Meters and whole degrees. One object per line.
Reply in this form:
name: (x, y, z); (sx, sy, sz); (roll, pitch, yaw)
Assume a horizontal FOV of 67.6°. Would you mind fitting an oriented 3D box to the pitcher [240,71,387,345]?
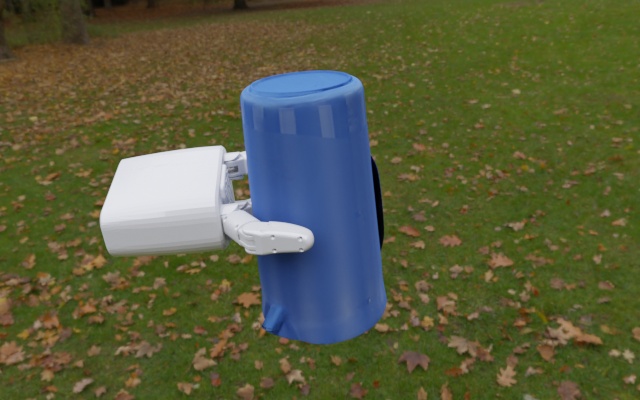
pitcher: (0.000, 0.002, 0.471); (0.145, 0.243, 0.149); (-6, 25, -1)
